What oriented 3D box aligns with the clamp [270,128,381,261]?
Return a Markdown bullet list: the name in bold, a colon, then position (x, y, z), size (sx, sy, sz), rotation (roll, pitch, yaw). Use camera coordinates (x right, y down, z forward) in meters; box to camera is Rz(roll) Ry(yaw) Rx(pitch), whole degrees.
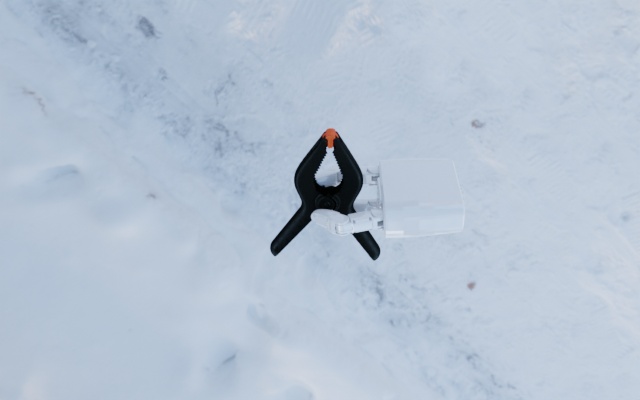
- **clamp**: position (0.000, 0.002, 0.672), size (0.164, 0.210, 0.036), rotation (-4, 31, 3)
